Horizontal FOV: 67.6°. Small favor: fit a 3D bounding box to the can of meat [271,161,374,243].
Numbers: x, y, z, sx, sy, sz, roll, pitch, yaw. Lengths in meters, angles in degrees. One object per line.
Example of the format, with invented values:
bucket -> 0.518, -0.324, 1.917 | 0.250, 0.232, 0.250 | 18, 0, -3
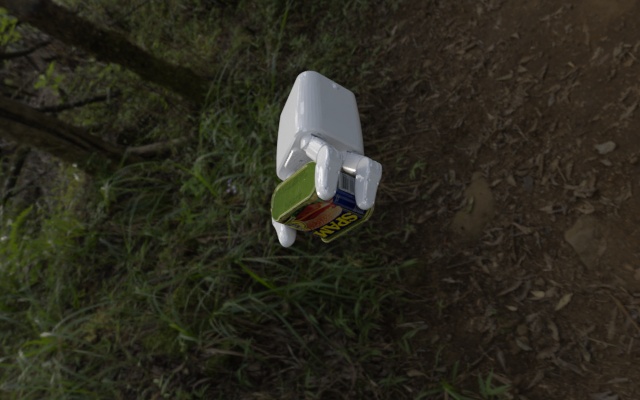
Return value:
can of meat -> 0.000, 0.002, 0.580 | 0.084, 0.057, 0.102 | 22, -37, -31
